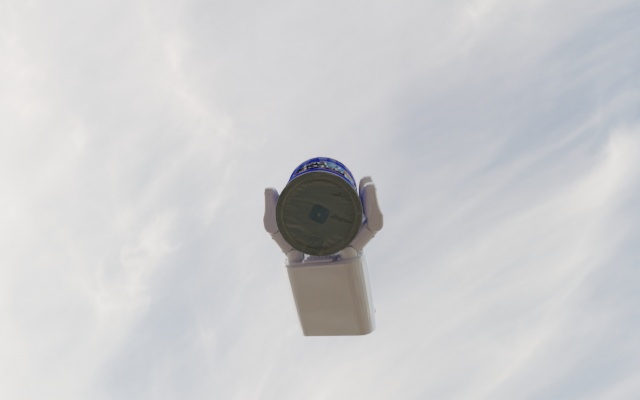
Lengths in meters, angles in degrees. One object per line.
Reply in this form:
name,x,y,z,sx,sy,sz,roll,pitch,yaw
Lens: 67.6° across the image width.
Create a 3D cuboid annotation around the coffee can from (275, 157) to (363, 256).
coffee can,0.000,0.002,0.623,0.103,0.103,0.140,0,12,2
